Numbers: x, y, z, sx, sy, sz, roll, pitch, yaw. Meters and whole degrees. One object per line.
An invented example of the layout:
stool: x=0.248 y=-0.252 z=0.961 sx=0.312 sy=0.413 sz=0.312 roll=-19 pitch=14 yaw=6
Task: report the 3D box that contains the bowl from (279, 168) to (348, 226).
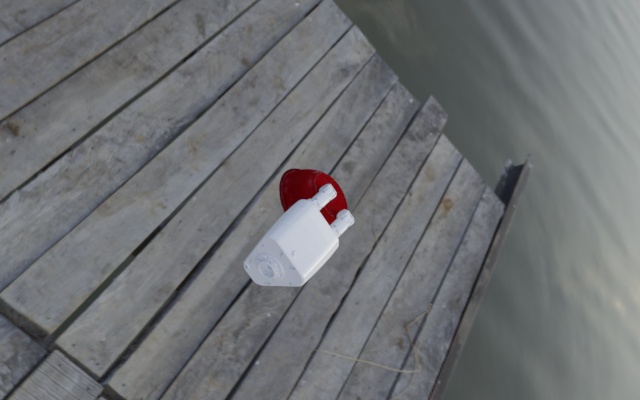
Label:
bowl: x=0.001 y=0.002 z=0.867 sx=0.055 sy=0.162 sz=0.162 roll=-29 pitch=-16 yaw=30
